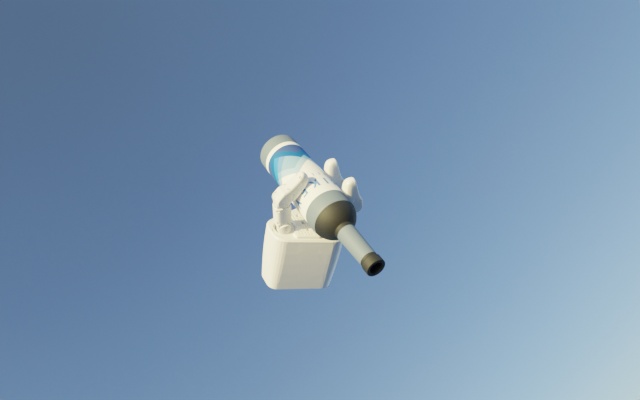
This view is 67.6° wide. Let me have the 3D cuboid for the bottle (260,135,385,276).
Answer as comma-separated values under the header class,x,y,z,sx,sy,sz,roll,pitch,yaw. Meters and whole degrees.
class,x,y,z,sx,sy,sz,roll,pitch,yaw
bottle,0.000,0.002,0.692,0.069,0.069,0.295,0,34,-35
